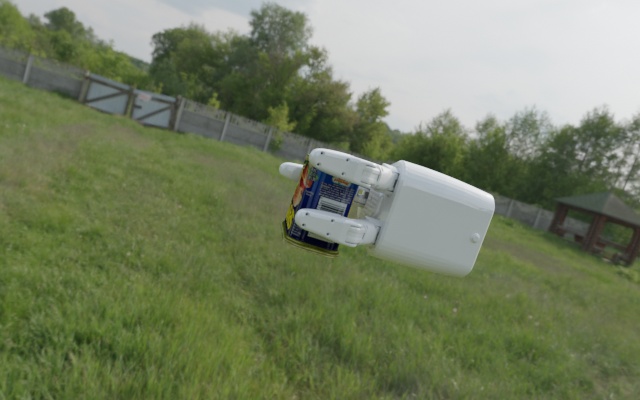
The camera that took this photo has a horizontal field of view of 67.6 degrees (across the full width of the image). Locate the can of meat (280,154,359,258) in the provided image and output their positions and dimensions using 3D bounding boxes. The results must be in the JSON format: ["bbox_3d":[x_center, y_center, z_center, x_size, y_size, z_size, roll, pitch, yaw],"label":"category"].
[{"bbox_3d":[0.000,0.001,0.483,0.057,0.084,0.102,18,7,-9],"label":"can of meat"}]
